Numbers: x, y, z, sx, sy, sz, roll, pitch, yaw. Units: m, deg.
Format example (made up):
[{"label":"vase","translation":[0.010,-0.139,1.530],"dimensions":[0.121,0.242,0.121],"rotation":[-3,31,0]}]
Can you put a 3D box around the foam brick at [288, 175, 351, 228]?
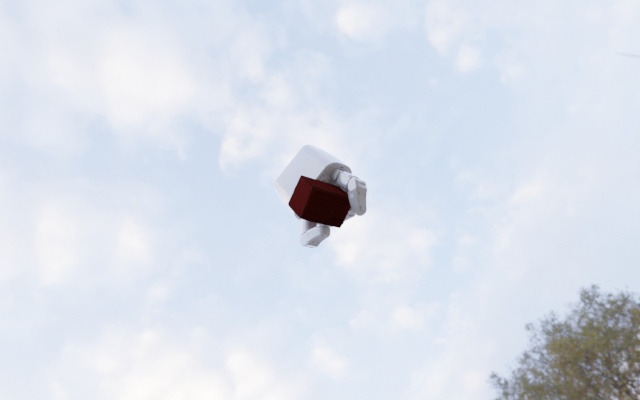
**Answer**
[{"label":"foam brick","translation":[0.000,0.002,0.725],"dimensions":[0.078,0.053,0.051],"rotation":[16,16,-34]}]
